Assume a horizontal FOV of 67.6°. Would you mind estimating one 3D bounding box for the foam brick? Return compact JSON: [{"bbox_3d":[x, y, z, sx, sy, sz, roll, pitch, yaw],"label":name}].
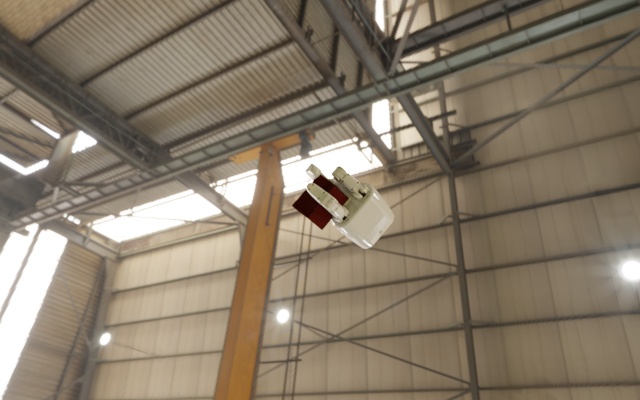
[{"bbox_3d":[0.000,0.003,0.854,0.053,0.078,0.051,38,-4,43],"label":"foam brick"}]
